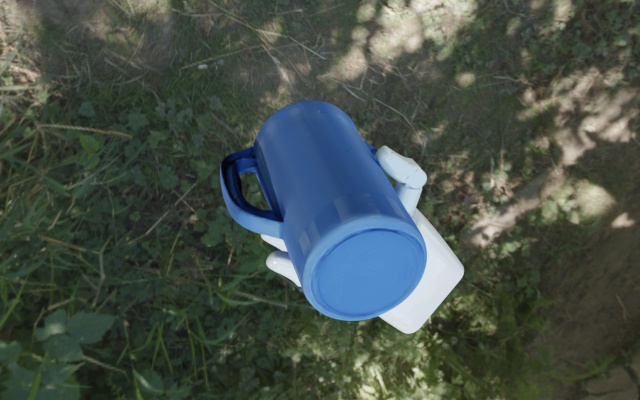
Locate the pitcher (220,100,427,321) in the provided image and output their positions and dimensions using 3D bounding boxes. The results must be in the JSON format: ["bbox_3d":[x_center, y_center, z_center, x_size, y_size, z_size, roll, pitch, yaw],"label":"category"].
[{"bbox_3d":[0.000,0.002,0.479,0.145,0.149,0.242,43,12,-31],"label":"pitcher"}]
